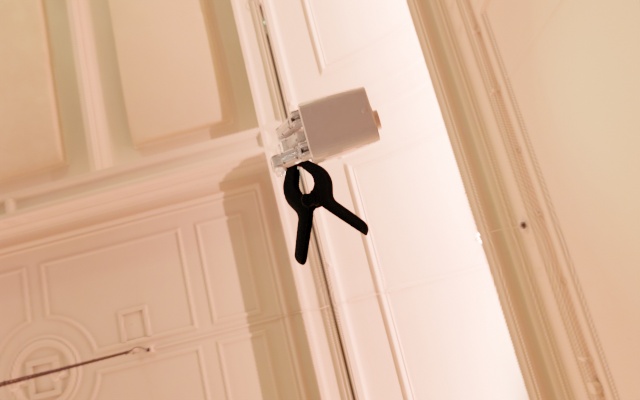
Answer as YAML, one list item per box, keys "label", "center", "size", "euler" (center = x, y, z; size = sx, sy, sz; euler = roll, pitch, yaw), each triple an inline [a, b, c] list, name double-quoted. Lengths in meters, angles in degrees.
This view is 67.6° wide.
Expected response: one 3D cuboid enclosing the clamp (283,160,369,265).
- label: "clamp"
  center: [0.000, 0.002, 0.731]
  size: [0.120, 0.171, 0.039]
  euler: [-16, -12, 8]
